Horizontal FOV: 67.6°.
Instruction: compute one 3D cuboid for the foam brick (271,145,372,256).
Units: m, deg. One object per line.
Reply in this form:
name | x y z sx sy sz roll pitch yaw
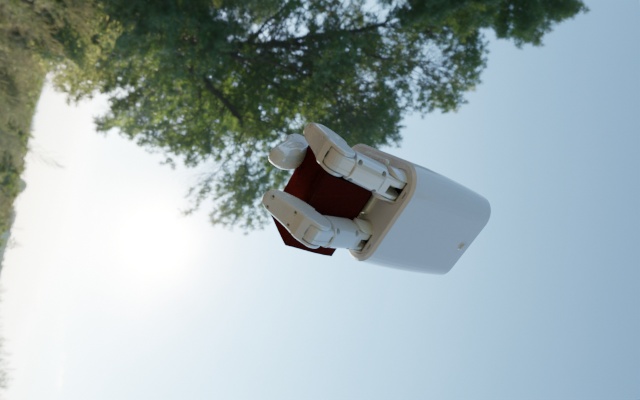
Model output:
foam brick | 0.000 0.002 0.422 0.051 0.078 0.053 18 26 -31
